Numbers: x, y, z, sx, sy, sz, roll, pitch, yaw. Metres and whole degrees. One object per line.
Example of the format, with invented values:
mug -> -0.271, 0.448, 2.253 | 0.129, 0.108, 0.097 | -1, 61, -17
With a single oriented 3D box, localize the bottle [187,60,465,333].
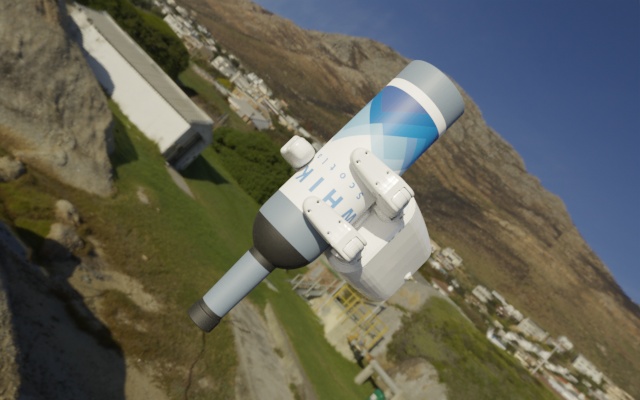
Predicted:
bottle -> 0.000, 0.001, 0.421 | 0.295, 0.069, 0.069 | -44, 4, -4
